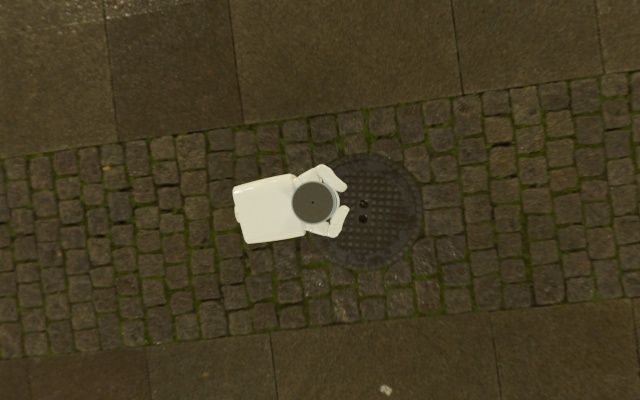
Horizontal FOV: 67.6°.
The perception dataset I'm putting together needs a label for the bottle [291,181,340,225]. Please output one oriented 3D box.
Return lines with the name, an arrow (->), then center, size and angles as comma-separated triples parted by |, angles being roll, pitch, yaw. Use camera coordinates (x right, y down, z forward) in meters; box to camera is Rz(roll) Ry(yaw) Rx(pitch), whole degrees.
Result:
bottle -> 0.000, 0.003, 0.862 | 0.069, 0.069, 0.295 | 0, 0, 5
